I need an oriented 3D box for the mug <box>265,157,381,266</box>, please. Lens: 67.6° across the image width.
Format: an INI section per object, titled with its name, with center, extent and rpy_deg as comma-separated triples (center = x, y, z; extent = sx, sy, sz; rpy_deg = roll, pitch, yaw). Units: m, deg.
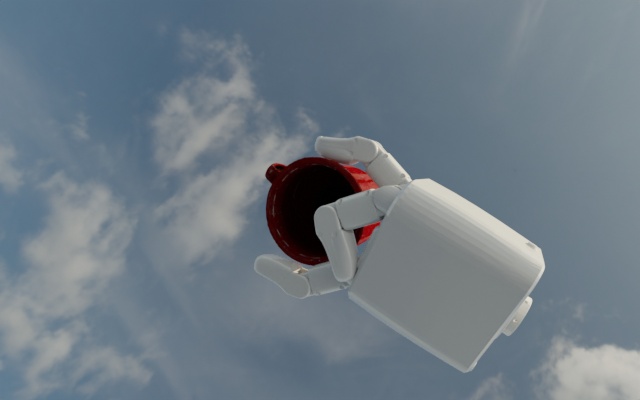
[mug]
center = -0.001, 0.001, 0.445
extent = 0.117, 0.093, 0.081
rpy_deg = 33, 15, 18
